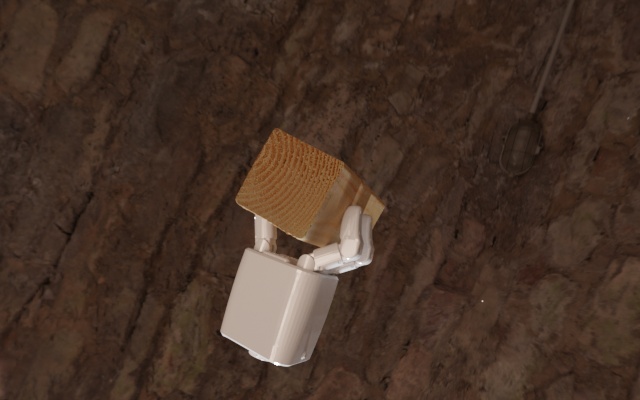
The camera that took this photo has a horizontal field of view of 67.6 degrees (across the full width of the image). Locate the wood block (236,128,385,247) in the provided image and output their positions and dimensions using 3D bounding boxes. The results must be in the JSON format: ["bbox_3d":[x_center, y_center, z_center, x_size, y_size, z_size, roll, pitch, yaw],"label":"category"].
[{"bbox_3d":[0.000,0.002,0.572,0.091,0.090,0.206,28,-2,22],"label":"wood block"}]
